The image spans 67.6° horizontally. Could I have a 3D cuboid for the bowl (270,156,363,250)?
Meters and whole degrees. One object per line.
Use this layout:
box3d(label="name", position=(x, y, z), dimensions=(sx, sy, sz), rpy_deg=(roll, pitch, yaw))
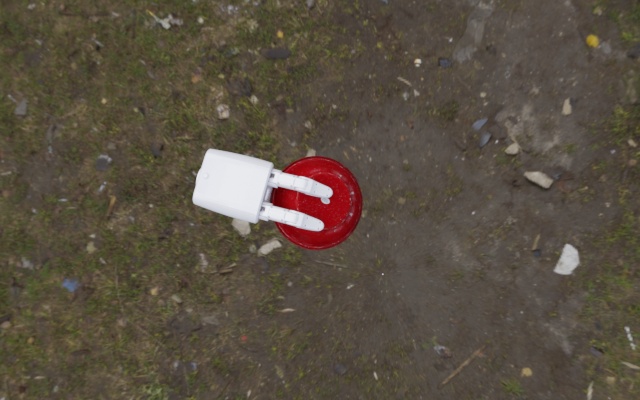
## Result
box3d(label="bowl", position=(0.002, 0.003, 0.790), dimensions=(0.162, 0.162, 0.055), rpy_deg=(0, -3, -13))
